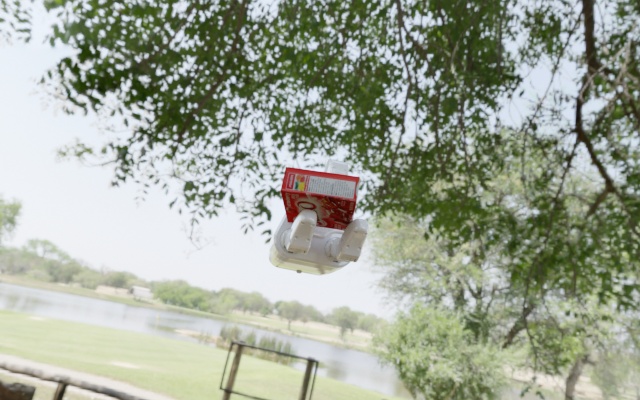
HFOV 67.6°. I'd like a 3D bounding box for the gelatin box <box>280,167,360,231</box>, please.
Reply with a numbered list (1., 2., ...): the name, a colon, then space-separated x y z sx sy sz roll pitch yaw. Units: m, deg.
1. gelatin box: 0.000 0.001 0.489 0.073 0.030 0.089 9 -23 4
